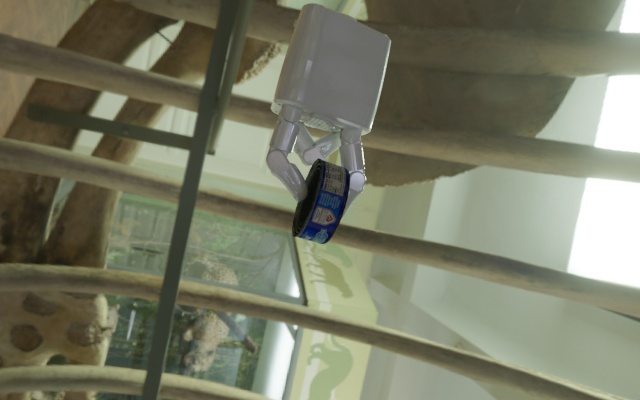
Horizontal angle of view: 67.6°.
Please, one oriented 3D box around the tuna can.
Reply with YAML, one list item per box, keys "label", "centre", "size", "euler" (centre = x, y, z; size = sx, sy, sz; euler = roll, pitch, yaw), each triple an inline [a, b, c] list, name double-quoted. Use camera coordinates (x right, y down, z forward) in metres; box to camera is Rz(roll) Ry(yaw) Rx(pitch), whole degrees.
- label: "tuna can"
  centre: [0.001, 0.002, 0.500]
  size: [0.034, 0.086, 0.086]
  euler: [18, -4, -12]
